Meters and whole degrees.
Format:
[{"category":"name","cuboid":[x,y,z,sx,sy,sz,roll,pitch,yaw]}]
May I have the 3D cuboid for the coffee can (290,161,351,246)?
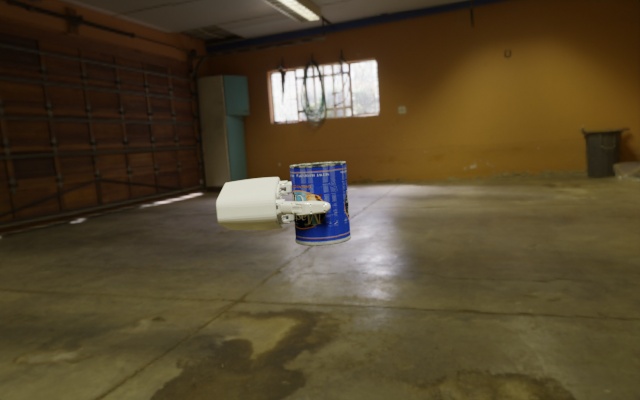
[{"category":"coffee can","cuboid":[0.000,0.003,0.867,0.103,0.140,0.103,-4,7,1]}]
